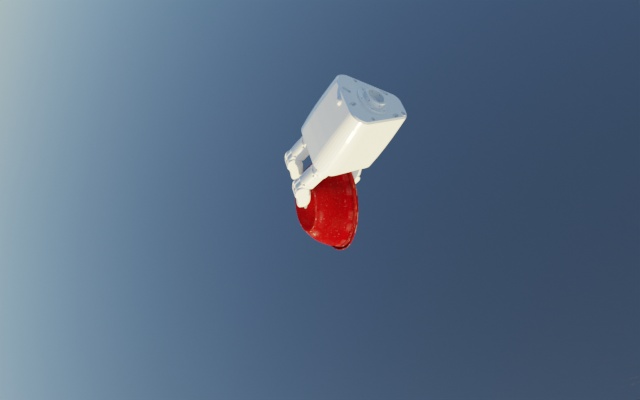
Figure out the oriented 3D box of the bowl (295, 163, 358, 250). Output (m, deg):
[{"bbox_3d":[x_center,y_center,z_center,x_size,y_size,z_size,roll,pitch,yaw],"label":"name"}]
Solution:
[{"bbox_3d":[-0.001,0.004,0.769,0.055,0.162,0.162,-6,2,-23],"label":"bowl"}]
